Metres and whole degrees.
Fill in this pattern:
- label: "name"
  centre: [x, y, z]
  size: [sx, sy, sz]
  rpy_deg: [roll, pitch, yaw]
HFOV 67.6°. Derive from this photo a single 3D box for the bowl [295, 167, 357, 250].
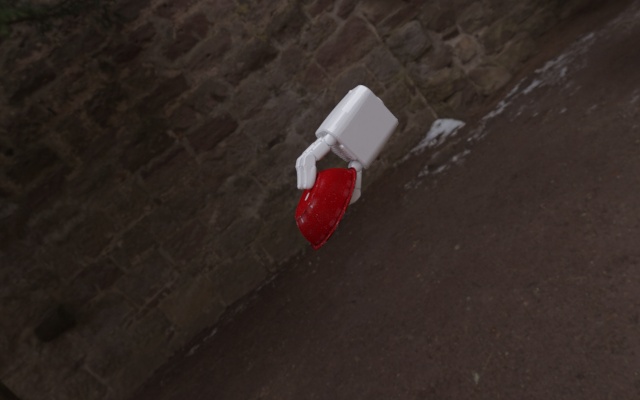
- label: "bowl"
  centre: [-0.001, 0.004, 0.836]
  size: [0.055, 0.162, 0.162]
  rpy_deg: [26, -6, -13]
